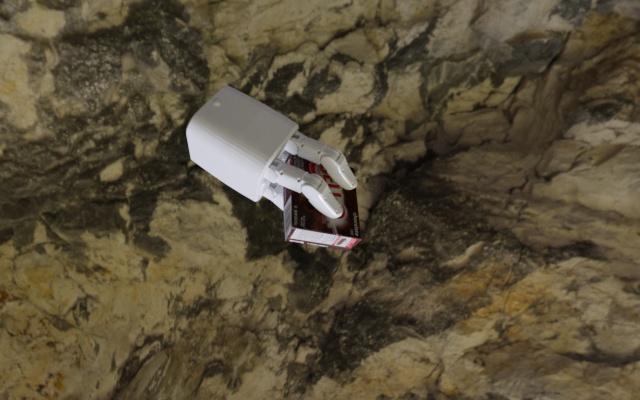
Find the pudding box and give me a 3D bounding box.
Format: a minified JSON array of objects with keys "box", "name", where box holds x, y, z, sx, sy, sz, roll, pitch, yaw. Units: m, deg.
[{"box":[0.000,0.002,0.599,0.090,0.113,0.039,10,-34,-19],"name":"pudding box"}]
